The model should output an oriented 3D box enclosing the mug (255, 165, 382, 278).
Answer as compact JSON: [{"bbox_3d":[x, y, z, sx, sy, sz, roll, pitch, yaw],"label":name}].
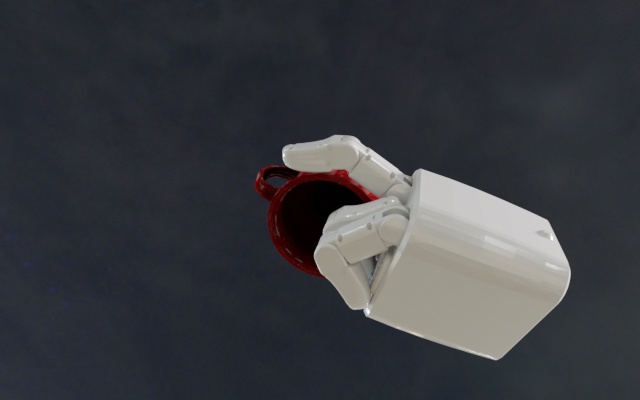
[{"bbox_3d":[-0.001,0.001,0.412,0.117,0.093,0.081,22,28,3],"label":"mug"}]
